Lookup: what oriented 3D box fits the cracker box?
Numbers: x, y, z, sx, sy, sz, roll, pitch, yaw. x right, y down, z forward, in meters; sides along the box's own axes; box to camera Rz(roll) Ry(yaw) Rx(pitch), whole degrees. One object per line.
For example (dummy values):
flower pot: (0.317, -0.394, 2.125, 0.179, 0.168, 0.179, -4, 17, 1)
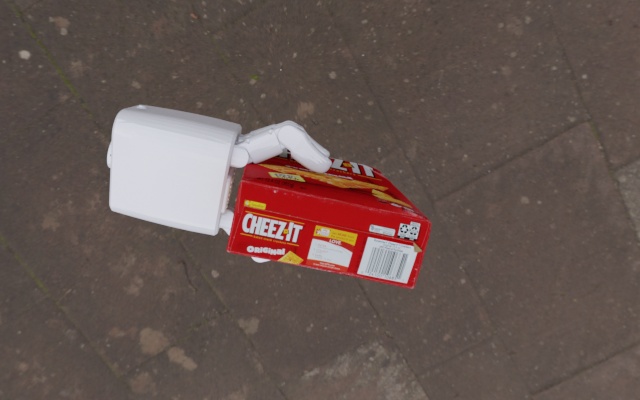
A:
cracker box: (0.000, 0.002, 0.487, 0.164, 0.072, 0.213, 12, 14, -8)
